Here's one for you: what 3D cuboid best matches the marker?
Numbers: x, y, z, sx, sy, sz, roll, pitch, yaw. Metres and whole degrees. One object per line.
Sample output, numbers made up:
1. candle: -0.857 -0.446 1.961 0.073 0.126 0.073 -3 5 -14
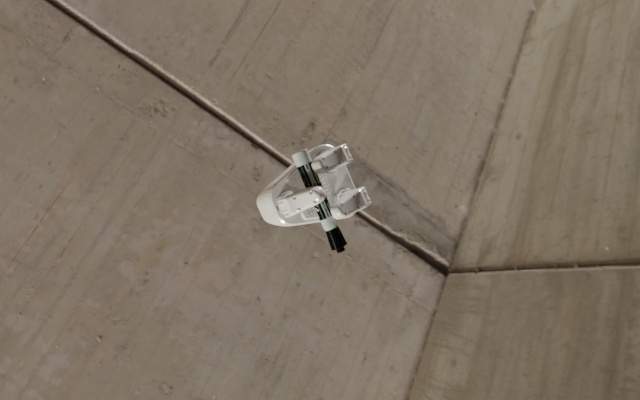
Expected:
1. marker: 0.000 0.002 0.530 0.020 0.121 0.020 -23 4 2
